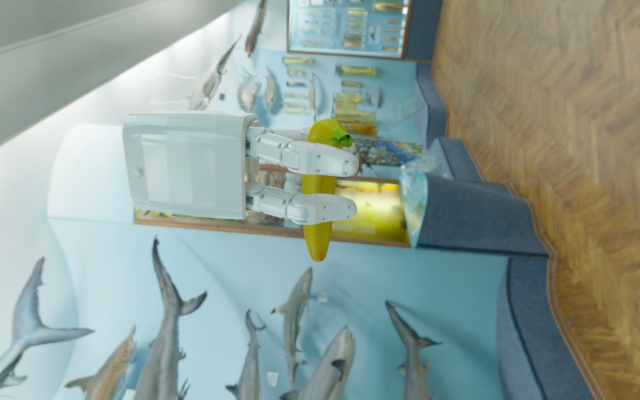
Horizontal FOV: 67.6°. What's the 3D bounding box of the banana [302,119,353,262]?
[{"bbox_3d":[0.000,-0.015,0.484,0.037,0.069,0.198,2,-38,-4],"label":"banana"}]
